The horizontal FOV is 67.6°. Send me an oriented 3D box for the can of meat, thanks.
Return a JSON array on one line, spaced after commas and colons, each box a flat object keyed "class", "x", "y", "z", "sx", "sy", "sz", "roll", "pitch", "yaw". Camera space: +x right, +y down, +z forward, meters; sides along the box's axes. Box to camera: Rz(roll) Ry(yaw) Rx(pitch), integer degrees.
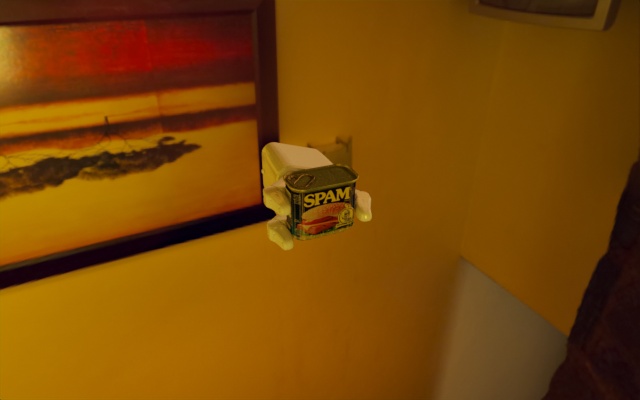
[{"class": "can of meat", "x": 0.000, "y": 0.003, "z": 0.677, "sx": 0.102, "sy": 0.084, "sz": 0.057, "roll": -12, "pitch": 33, "yaw": -20}]
